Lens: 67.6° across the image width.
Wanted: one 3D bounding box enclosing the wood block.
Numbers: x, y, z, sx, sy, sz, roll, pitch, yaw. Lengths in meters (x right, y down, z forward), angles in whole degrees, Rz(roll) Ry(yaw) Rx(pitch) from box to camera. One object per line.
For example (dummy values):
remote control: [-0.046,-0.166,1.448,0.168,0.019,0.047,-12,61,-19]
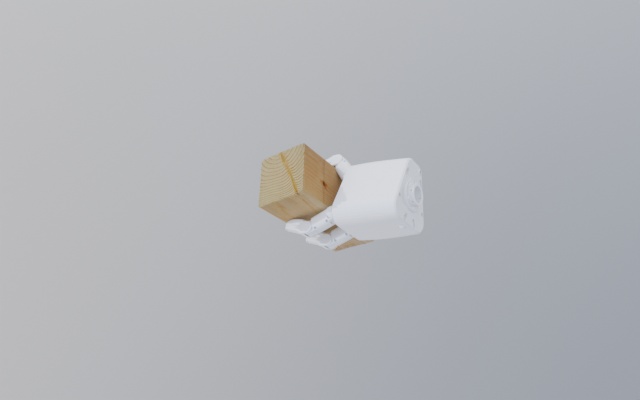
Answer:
wood block: [0.000,0.002,0.803,0.090,0.090,0.206,-19,-35,31]
